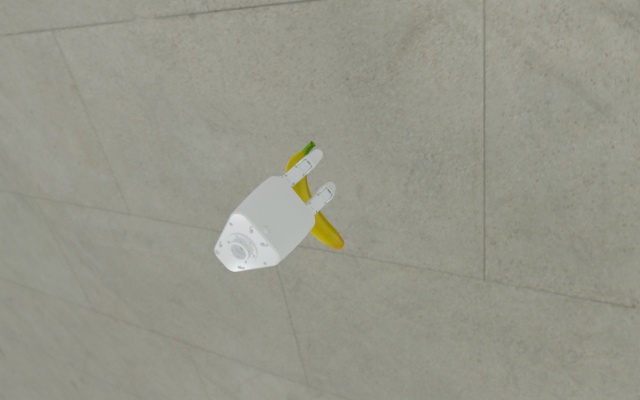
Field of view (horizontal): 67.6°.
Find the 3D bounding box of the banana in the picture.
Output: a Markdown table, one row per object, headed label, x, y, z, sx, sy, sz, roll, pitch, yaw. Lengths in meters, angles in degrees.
| label | x | y | z | sx | sy | sz | roll | pitch | yaw |
| --- | --- | --- | --- | --- | --- | --- | --- | --- | --- |
| banana | -0.017 | 0.001 | 0.809 | 0.069 | 0.198 | 0.037 | -7 | 23 | 27 |
